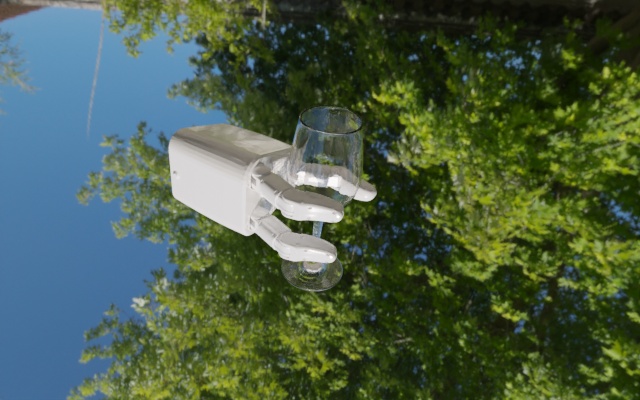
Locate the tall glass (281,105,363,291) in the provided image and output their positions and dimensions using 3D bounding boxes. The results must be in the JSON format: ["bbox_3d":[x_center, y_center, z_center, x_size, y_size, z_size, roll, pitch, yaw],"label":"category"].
[{"bbox_3d":[0.000,0.002,0.515,0.079,0.201,0.079,5,36,-4],"label":"tall glass"}]
